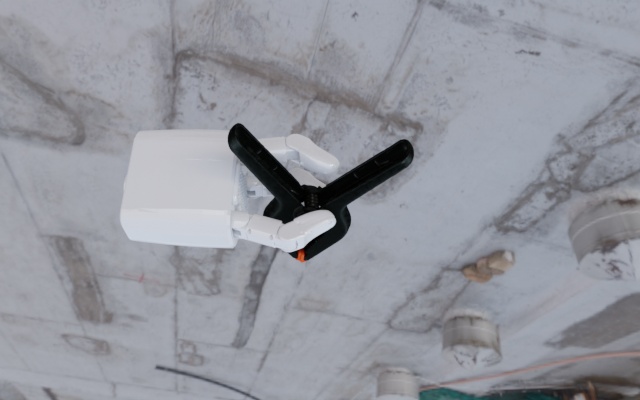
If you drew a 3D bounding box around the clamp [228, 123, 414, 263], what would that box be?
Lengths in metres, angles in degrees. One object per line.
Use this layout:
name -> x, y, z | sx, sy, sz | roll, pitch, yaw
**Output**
clamp -> 0.000, 0.003, 0.489 | 0.164, 0.036, 0.210 | 1, -36, 0
